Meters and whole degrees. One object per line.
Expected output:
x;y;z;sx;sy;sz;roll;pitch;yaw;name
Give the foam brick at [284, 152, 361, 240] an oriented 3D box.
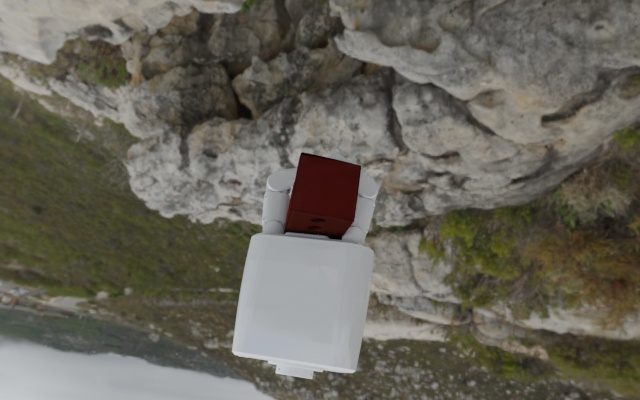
0.000;0.001;0.415;0.053;0.051;0.078;11;-20;-4;foam brick
